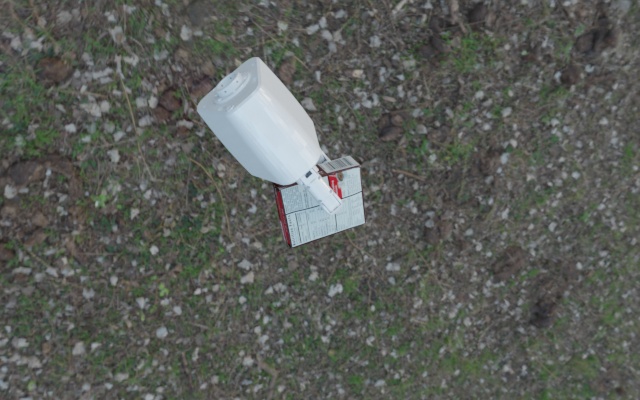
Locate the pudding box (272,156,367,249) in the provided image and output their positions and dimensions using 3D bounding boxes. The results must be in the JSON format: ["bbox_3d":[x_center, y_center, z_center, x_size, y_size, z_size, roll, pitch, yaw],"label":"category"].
[{"bbox_3d":[0.000,0.002,0.615,0.113,0.090,0.039,-16,30,-15],"label":"pudding box"}]
